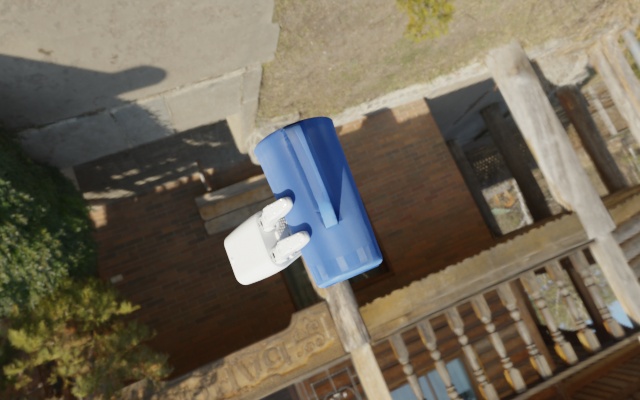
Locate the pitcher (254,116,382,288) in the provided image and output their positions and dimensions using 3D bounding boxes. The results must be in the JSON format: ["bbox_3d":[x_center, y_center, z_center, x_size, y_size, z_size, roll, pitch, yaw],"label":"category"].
[{"bbox_3d":[0.000,0.002,0.723,0.149,0.243,0.145,-12,-14,-48],"label":"pitcher"}]
